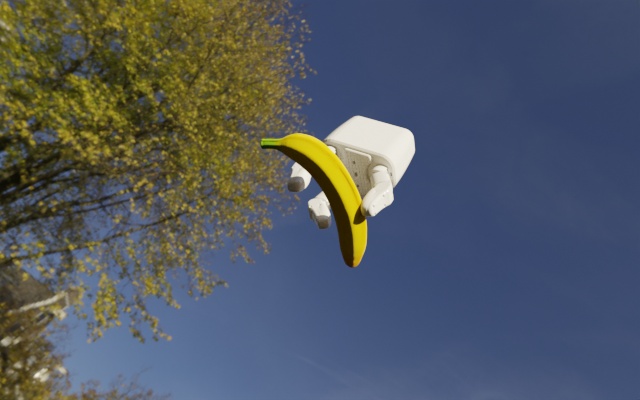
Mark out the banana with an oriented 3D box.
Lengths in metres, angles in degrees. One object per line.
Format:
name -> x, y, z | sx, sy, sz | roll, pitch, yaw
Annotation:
banana -> 0.012, -0.007, 0.572 | 0.070, 0.198, 0.037 | -25, 17, 35
